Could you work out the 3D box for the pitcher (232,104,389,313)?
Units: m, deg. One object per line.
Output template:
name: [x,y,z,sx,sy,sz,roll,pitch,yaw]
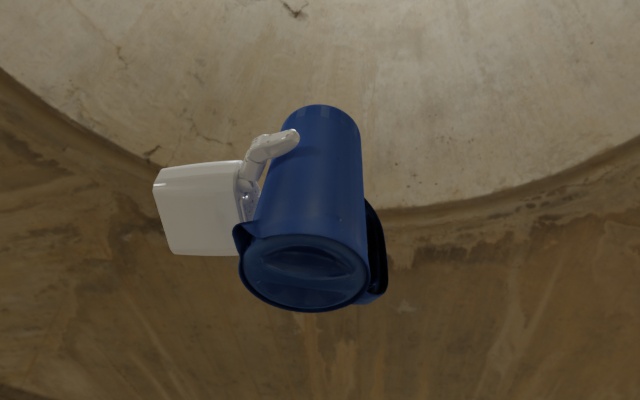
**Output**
pitcher: [0.000,0.002,0.561,0.145,0.149,0.242,-5,44,11]
